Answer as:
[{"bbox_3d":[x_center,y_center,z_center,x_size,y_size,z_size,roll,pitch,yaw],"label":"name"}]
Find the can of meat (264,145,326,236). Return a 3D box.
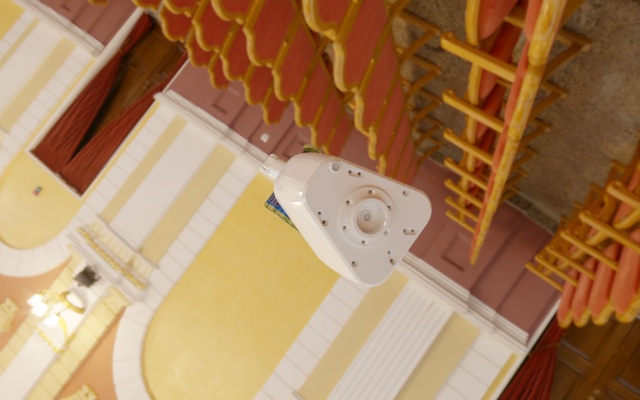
[{"bbox_3d":[0.000,0.002,0.533,0.102,0.084,0.057,38,-6,-19],"label":"can of meat"}]
